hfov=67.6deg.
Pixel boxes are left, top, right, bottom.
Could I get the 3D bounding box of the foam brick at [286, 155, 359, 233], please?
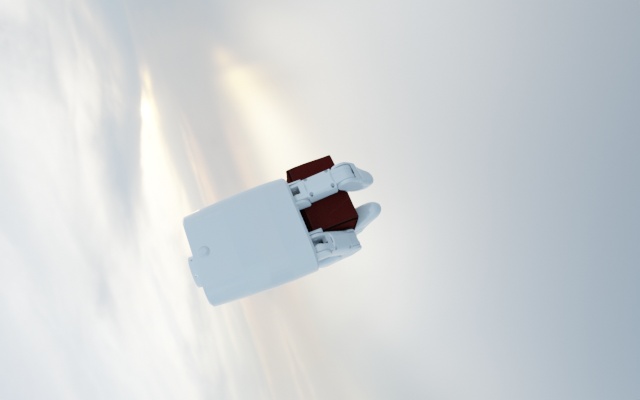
[{"bbox_3d":[0.000,0.001,0.504,0.051,0.078,0.053,-20,-20,-10],"label":"foam brick"}]
